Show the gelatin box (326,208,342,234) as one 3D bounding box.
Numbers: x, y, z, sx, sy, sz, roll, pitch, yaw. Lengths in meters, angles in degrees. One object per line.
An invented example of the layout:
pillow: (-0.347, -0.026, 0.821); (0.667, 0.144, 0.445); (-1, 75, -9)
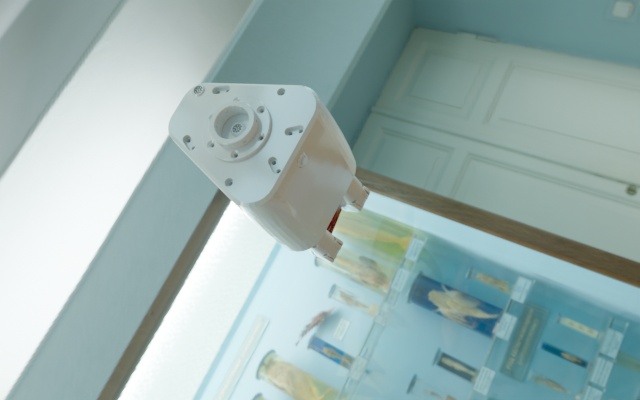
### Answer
gelatin box: (0.000, 0.001, 0.490); (0.030, 0.073, 0.089); (23, 2, 18)
